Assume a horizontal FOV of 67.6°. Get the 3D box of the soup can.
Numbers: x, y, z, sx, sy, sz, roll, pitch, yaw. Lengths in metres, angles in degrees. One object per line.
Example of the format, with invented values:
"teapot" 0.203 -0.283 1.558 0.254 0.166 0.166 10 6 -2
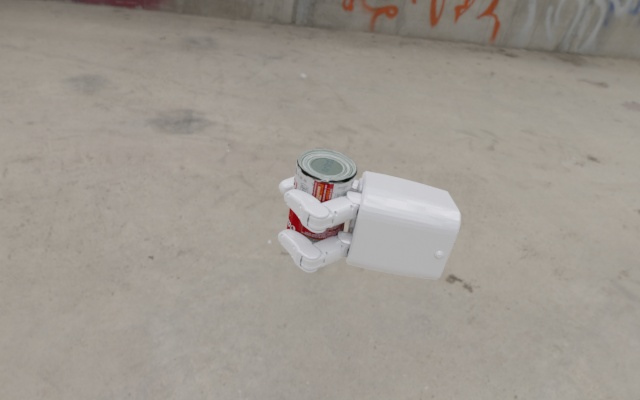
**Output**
"soup can" 0.000 0.001 0.540 0.068 0.102 0.068 7 34 -5
